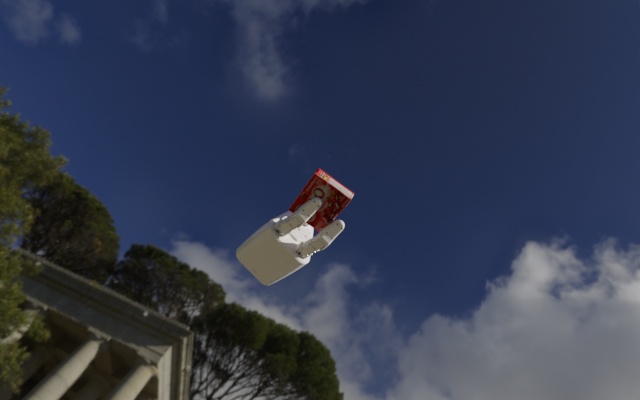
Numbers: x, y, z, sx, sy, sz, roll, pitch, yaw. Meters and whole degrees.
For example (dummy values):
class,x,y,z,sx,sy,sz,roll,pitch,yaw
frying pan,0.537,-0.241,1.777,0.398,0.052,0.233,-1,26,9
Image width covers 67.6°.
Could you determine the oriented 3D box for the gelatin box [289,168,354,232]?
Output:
class,x,y,z,sx,sy,sz,roll,pitch,yaw
gelatin box,0.000,0.002,0.793,0.073,0.089,0.030,36,29,-3
